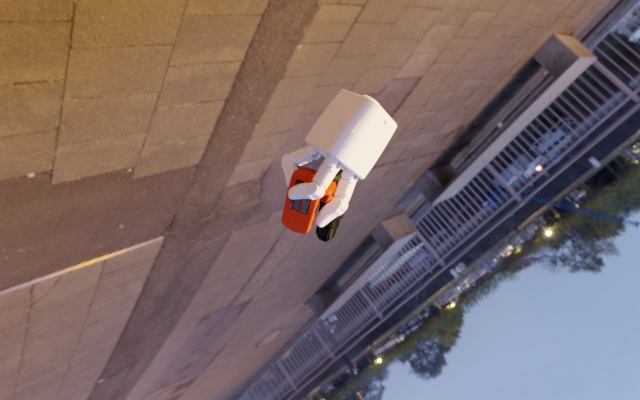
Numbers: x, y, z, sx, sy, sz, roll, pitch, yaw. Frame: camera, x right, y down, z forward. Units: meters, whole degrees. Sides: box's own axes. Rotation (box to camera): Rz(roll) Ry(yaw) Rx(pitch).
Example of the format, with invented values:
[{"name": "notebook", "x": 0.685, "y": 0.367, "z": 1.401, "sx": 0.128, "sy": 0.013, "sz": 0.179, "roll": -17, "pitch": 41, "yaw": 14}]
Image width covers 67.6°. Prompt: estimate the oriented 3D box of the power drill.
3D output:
[{"name": "power drill", "x": 0.000, "y": 0.003, "z": 0.852, "sx": 0.057, "sy": 0.184, "sz": 0.187, "roll": 18, "pitch": 15, "yaw": 19}]
